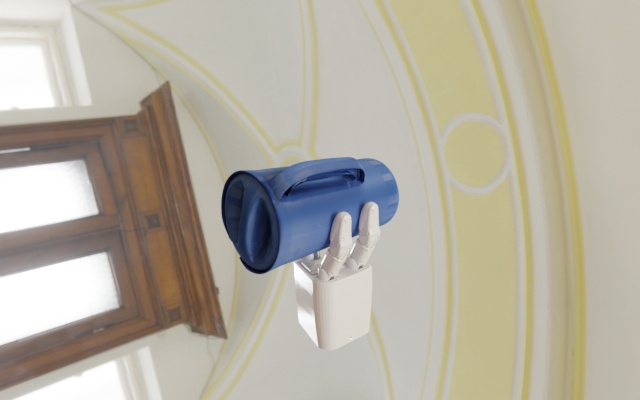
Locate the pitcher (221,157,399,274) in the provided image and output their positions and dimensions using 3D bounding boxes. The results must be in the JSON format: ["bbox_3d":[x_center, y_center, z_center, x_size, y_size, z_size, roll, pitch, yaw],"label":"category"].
[{"bbox_3d":[0.000,0.002,0.662,0.243,0.145,0.149,-14,18,-39],"label":"pitcher"}]
